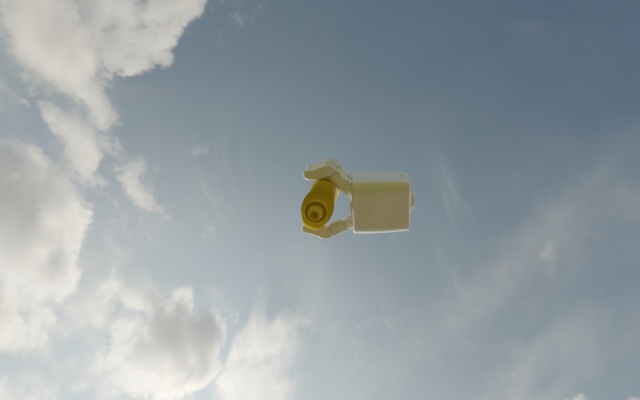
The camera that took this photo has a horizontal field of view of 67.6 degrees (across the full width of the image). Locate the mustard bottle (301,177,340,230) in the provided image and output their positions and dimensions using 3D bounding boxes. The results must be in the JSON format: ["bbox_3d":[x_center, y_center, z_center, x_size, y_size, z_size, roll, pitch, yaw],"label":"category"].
[{"bbox_3d":[0.000,0.003,0.896,0.058,0.096,0.191,22,15,0],"label":"mustard bottle"}]
